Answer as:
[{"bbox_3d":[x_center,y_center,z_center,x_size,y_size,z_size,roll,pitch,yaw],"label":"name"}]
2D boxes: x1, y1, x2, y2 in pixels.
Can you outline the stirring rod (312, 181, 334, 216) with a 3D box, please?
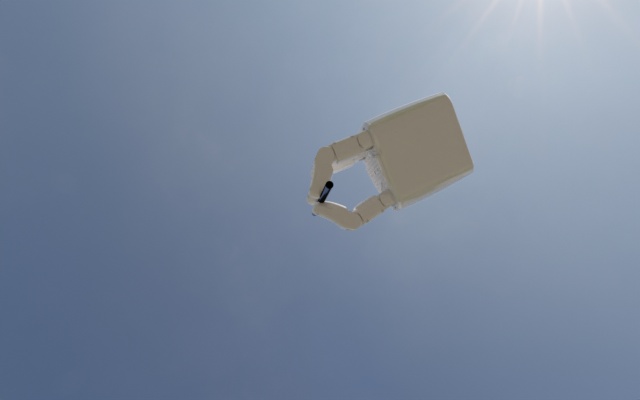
[{"bbox_3d":[0.000,0.002,0.581,0.011,0.011,0.239,0,-8,-4],"label":"stirring rod"}]
